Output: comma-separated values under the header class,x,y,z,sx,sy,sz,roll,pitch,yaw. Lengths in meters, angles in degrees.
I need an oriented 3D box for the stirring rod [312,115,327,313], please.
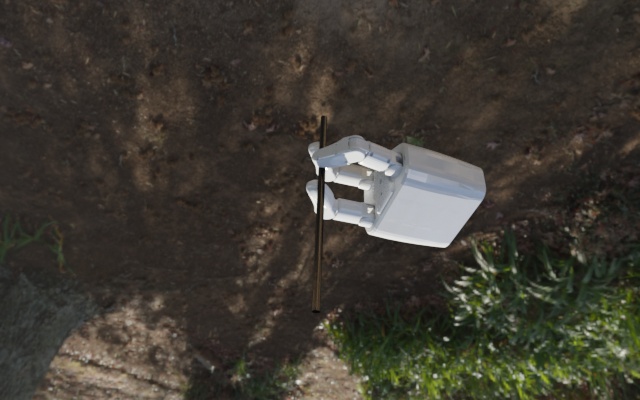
class,x,y,z,sx,sy,sz,roll,pitch,yaw
stirring rod,0.000,0.002,0.504,0.011,0.239,0.011,2,-33,1
